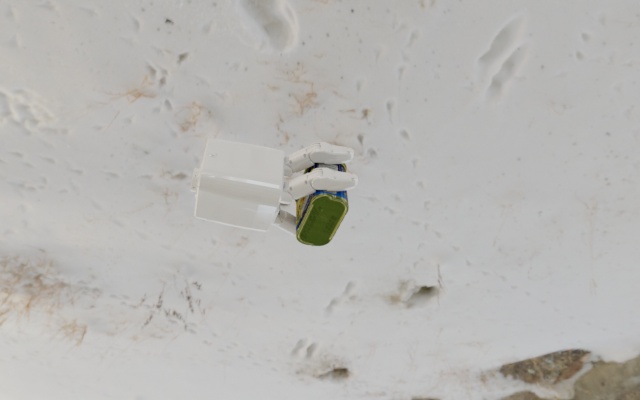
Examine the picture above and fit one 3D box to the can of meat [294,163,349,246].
[{"bbox_3d":[0.000,0.002,0.668,0.057,0.102,0.083,14,41,-14],"label":"can of meat"}]
